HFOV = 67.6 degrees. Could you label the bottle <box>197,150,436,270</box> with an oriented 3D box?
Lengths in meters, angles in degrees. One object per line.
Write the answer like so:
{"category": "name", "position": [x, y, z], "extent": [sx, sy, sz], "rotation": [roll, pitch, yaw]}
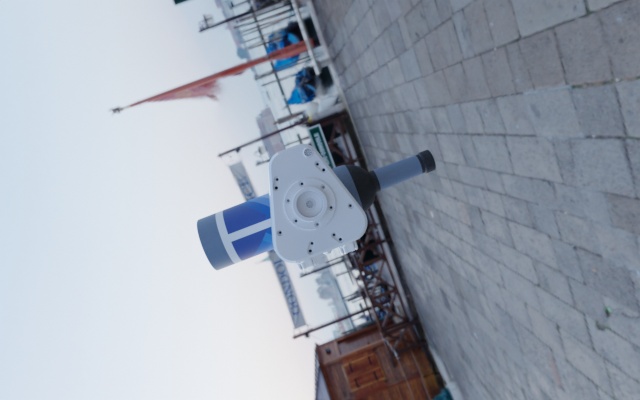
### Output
{"category": "bottle", "position": [0.000, 0.002, 0.587], "extent": [0.296, 0.069, 0.069], "rotation": [-21, 1, -2]}
